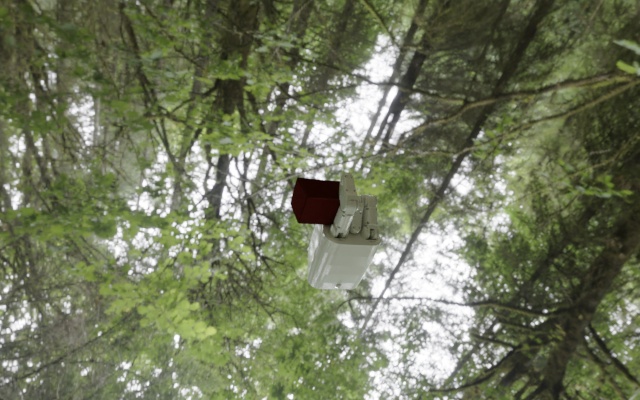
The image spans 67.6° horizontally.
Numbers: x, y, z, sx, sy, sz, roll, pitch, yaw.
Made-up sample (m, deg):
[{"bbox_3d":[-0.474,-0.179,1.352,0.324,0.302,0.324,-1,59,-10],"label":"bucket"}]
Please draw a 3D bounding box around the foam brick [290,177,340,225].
[{"bbox_3d":[0.000,0.002,0.731,0.078,0.051,0.053,5,35,-24],"label":"foam brick"}]
